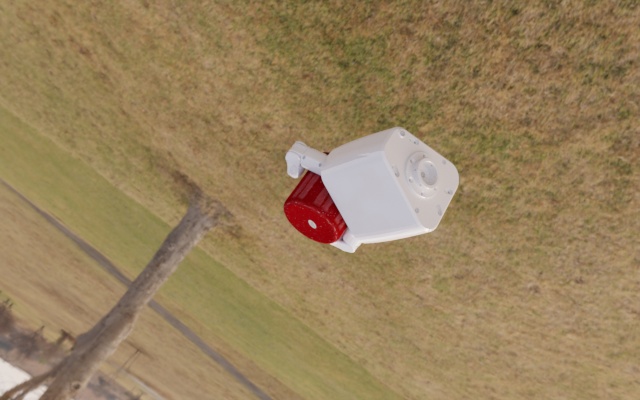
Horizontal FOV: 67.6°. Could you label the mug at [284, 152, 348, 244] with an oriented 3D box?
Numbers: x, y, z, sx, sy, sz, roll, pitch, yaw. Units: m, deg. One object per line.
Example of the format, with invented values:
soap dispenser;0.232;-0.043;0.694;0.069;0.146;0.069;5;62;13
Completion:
mug;-0.001;0.002;0.614;0.093;0.081;0.117;46;-31;-18
